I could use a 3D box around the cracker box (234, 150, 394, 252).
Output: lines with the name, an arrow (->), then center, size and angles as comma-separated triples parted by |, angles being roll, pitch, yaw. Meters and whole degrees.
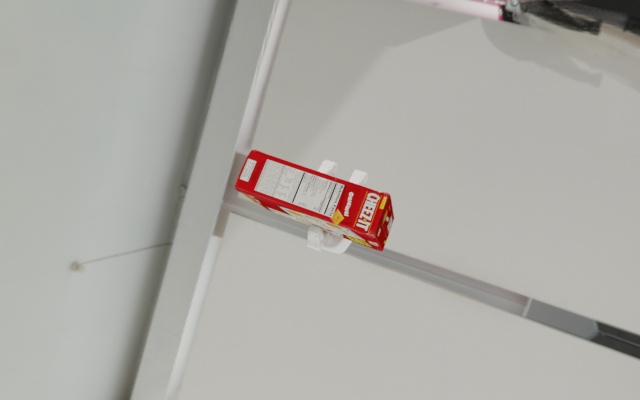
cracker box -> 0.000, 0.002, 0.725 | 0.213, 0.072, 0.164 | 19, -8, 14
